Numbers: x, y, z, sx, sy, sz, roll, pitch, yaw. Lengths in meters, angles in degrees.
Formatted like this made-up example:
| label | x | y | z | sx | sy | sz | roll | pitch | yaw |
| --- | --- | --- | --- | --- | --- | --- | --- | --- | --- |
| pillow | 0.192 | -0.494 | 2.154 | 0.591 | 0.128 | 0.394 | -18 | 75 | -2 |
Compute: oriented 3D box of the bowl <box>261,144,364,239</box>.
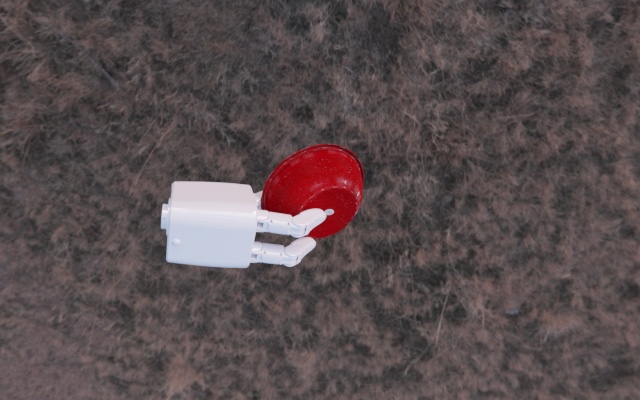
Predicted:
| label | x | y | z | sx | sy | sz | roll | pitch | yaw |
| --- | --- | --- | --- | --- | --- | --- | --- | --- | --- |
| bowl | 0.002 | 0.002 | 0.680 | 0.162 | 0.162 | 0.055 | 0 | 37 | -29 |
